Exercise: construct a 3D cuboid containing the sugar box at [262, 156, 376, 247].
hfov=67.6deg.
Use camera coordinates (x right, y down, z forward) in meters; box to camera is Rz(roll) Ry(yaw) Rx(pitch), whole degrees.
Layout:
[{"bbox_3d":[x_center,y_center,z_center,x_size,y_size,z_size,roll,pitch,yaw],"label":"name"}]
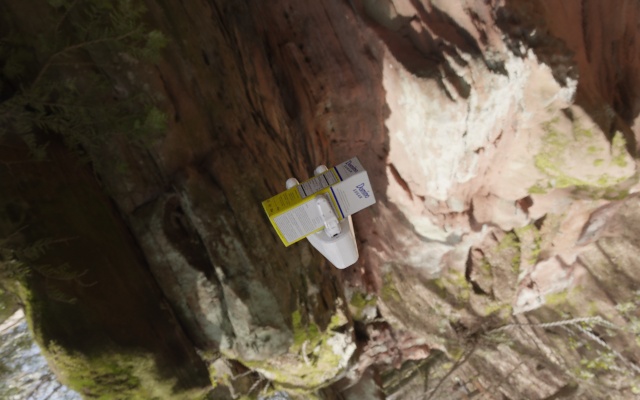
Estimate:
[{"bbox_3d":[0.000,0.002,0.807,0.176,0.048,0.093,-27,-39,-3],"label":"sugar box"}]
